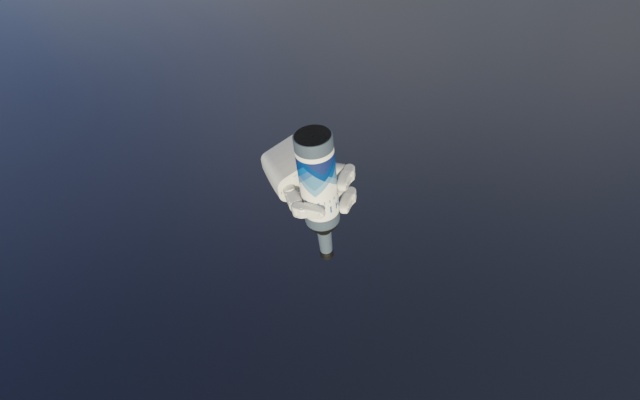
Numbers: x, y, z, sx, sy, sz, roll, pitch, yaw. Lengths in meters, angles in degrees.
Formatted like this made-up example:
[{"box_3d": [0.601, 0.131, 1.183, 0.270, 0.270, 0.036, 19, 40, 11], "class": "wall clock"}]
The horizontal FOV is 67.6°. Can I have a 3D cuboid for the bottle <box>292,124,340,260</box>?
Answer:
[{"box_3d": [0.000, 0.003, 0.869, 0.069, 0.296, 0.069, -4, 42, 3], "class": "bottle"}]
